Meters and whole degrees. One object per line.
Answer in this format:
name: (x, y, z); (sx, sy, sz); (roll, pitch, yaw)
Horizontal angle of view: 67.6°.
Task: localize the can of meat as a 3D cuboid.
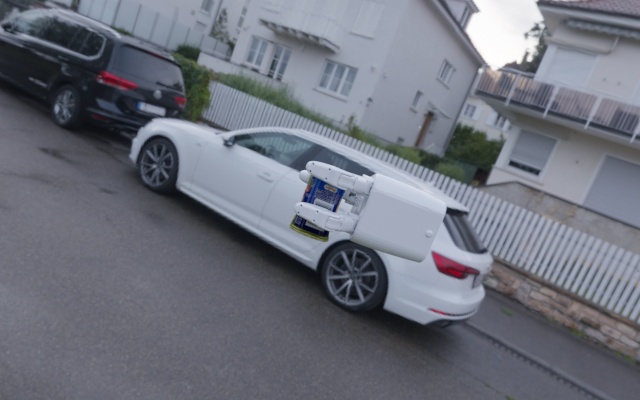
can of meat: (0.000, 0.002, 0.673); (0.057, 0.084, 0.102); (21, 10, -1)
